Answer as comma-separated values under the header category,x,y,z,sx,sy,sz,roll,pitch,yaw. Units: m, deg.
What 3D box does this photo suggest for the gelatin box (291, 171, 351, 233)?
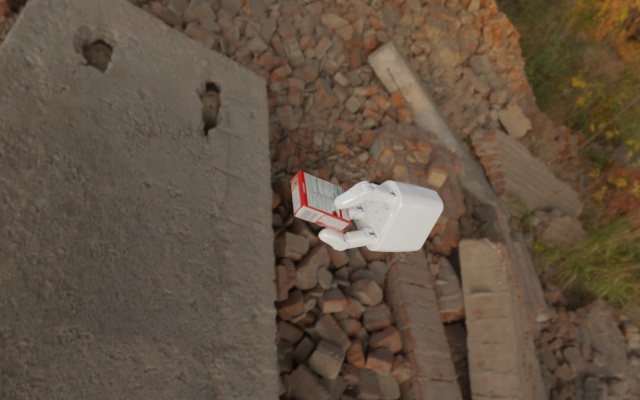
category,x,y,z,sx,sy,sz,roll,pitch,yaw
gelatin box,0.000,0.002,0.722,0.089,0.073,0.030,21,-49,-29
